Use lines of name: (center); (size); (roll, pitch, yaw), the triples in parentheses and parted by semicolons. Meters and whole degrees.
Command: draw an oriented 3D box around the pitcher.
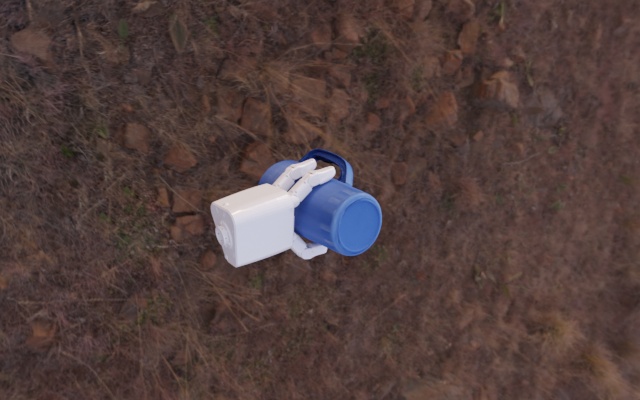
pitcher: (0.000, 0.003, 0.865); (0.145, 0.149, 0.242); (-19, 24, -31)
